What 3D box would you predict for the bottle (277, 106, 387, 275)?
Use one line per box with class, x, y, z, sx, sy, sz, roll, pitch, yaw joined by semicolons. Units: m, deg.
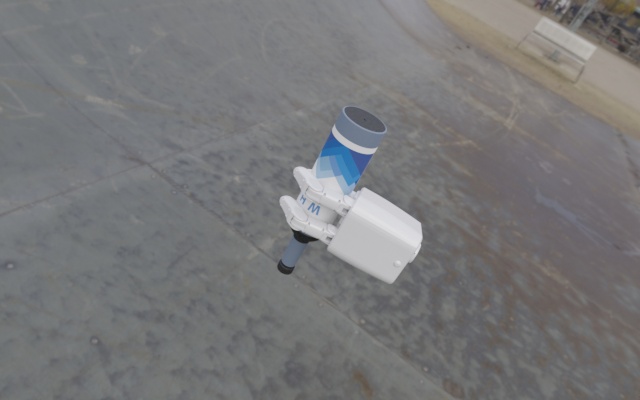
bottle;0.000;0.002;0.714;0.069;0.296;0.069;20;32;-13
